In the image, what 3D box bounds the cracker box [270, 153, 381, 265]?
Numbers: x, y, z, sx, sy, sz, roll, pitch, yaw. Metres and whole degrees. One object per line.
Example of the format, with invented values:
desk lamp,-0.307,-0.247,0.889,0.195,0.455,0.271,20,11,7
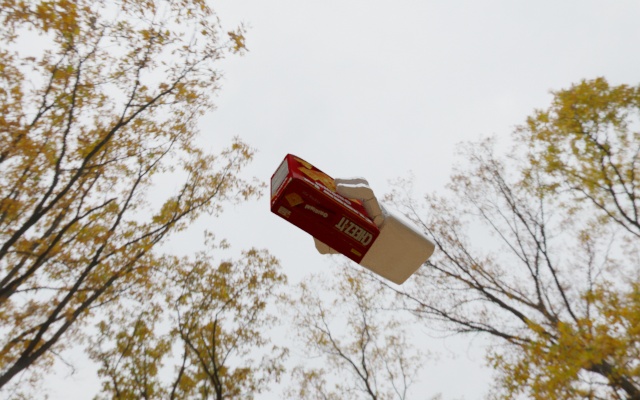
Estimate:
cracker box,0.000,0.003,0.809,0.164,0.072,0.213,32,10,-13
